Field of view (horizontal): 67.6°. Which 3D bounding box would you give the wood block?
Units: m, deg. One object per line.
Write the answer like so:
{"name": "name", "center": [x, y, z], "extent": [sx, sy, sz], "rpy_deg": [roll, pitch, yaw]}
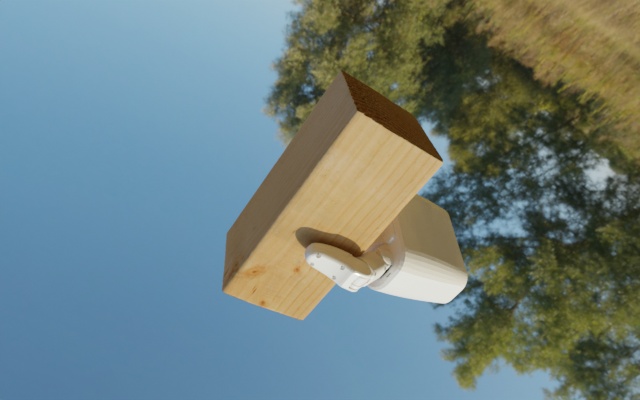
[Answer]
{"name": "wood block", "center": [0.000, 0.002, 0.436], "extent": [0.090, 0.206, 0.090], "rpy_deg": [26, 27, -24]}
